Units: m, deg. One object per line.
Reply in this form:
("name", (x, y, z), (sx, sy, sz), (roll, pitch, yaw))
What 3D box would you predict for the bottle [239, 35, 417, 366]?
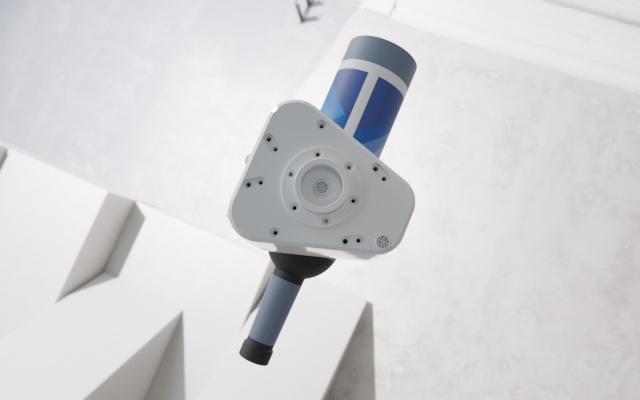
("bottle", (0.000, 0.001, 0.424), (0.069, 0.295, 0.069), (23, -6, 3))
